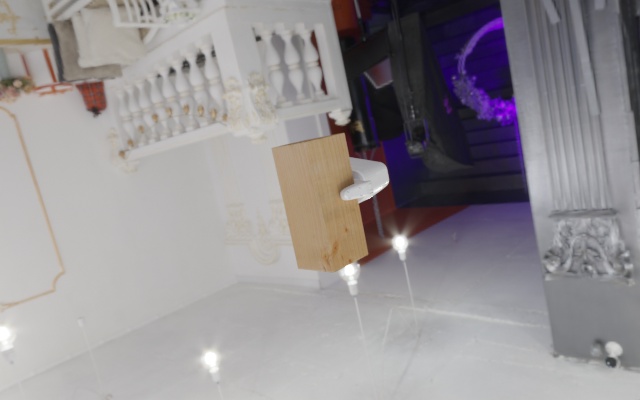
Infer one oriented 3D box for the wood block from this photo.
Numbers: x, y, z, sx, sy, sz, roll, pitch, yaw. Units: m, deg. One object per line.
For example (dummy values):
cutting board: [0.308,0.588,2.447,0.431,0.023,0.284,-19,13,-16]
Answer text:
wood block: [0.001,0.003,0.781,0.090,0.206,0.091,-20,11,-42]
